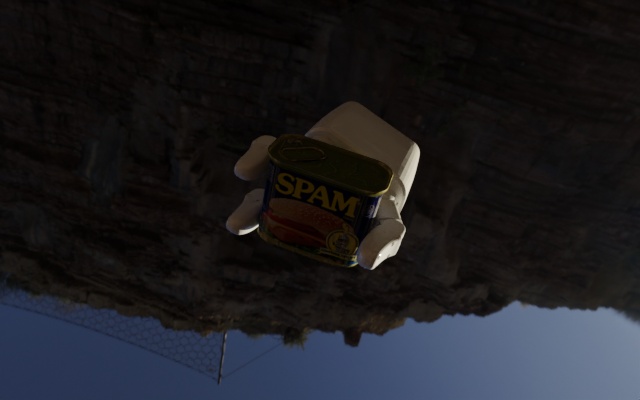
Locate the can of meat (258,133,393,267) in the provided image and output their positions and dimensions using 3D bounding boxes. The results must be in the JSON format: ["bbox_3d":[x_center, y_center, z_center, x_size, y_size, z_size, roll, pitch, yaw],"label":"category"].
[{"bbox_3d":[0.000,0.002,0.409,0.102,0.084,0.057,19,33,7],"label":"can of meat"}]
